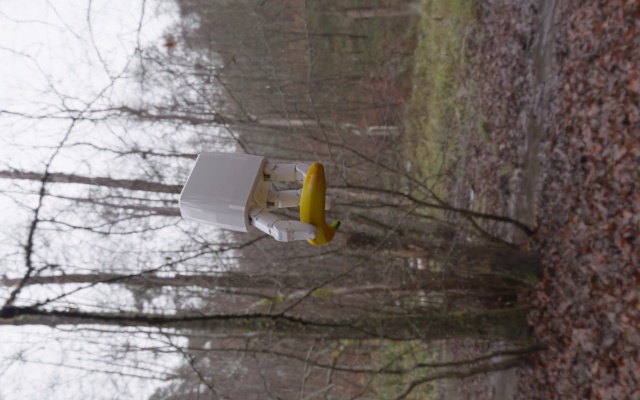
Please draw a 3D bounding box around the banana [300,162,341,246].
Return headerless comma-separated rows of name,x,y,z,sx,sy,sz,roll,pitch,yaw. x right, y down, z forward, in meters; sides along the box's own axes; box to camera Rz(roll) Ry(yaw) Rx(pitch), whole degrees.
banana,-0.005,0.020,0.691,0.037,0.069,0.198,12,-24,14
